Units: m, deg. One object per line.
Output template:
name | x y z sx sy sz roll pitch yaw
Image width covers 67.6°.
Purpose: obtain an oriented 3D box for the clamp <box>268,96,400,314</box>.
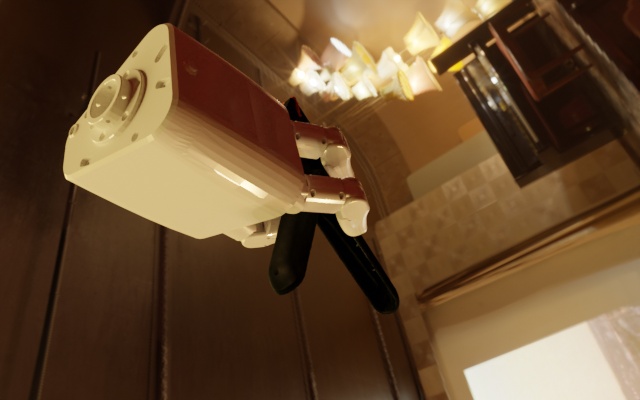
clamp | -0.001 0.001 0.412 0.036 0.209 0.165 -31 -37 21
